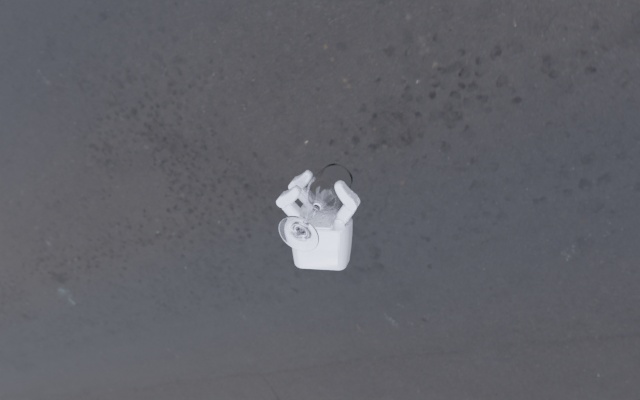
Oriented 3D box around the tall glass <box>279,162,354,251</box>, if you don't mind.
[{"bbox_3d":[0.000,0.003,0.877,0.079,0.079,0.201,0,33,27],"label":"tall glass"}]
